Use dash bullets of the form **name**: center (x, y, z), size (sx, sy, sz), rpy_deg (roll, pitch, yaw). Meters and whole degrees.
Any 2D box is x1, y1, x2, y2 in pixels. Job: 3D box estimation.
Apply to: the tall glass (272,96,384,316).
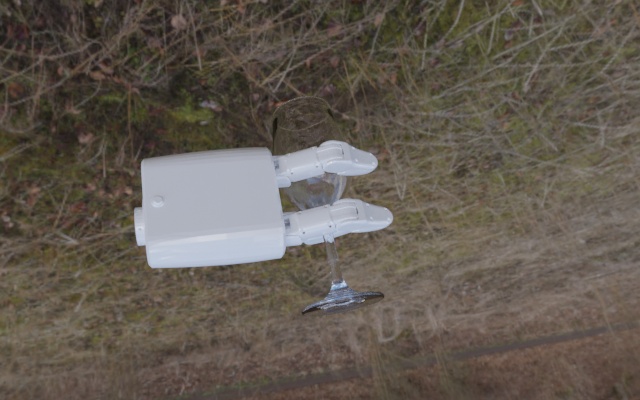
- **tall glass**: center (0.000, 0.002, 0.453), size (0.079, 0.201, 0.079), rpy_deg (-10, -22, -4)
